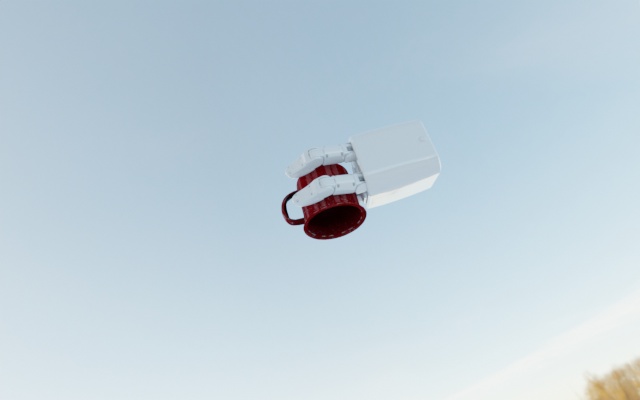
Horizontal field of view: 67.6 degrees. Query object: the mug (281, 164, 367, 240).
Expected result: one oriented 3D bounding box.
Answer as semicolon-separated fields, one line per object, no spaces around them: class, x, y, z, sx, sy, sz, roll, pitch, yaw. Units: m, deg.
mug;-0.001;0.003;0.697;0.117;0.081;0.093;-15;-33;-2
